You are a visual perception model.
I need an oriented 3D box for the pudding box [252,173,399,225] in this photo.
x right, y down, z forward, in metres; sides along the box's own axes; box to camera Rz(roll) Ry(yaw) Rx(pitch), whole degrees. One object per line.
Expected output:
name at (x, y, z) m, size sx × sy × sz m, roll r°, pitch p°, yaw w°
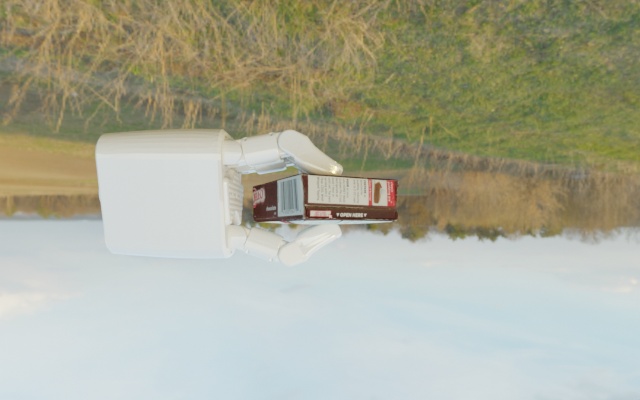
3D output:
pudding box at (0.000, 0.002, 0.420) m, size 0.090 × 0.039 × 0.113 m, roll 1°, pitch -2°, yaw -27°
